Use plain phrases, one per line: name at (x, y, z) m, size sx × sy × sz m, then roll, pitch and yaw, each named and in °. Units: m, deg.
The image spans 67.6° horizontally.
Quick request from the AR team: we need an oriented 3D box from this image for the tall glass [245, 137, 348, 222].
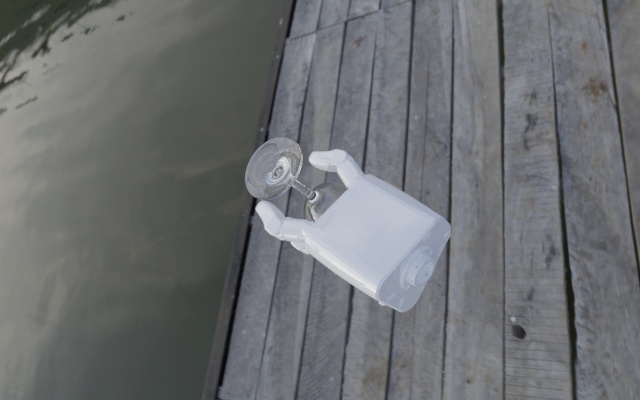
tall glass at (0.000, 0.002, 0.586) m, size 0.079 × 0.079 × 0.201 m, roll 0°, pitch -22°, yaw 33°
